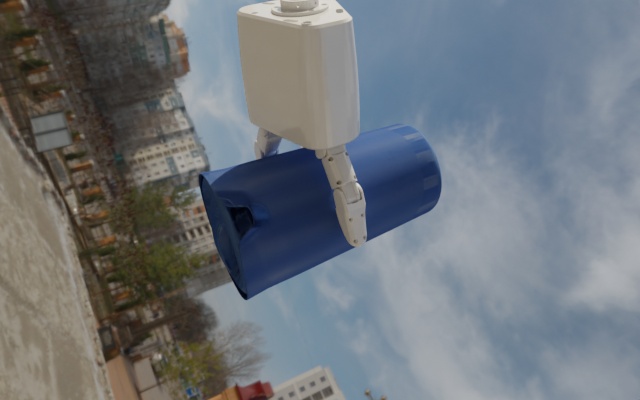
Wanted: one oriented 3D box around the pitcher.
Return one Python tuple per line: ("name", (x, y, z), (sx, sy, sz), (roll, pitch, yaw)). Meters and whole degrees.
("pitcher", (0.000, 0.002, 0.521), (0.243, 0.145, 0.149), (-20, 37, -20))
